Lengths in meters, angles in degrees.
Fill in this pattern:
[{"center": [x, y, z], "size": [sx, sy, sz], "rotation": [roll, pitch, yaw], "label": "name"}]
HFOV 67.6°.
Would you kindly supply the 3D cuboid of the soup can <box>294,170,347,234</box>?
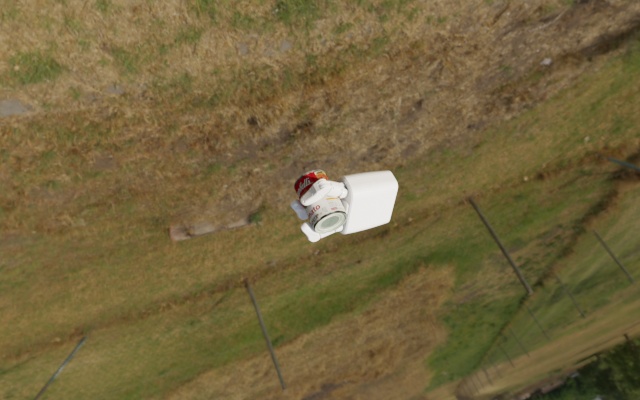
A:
[{"center": [0.000, 0.003, 0.889], "size": [0.068, 0.102, 0.068], "rotation": [-19, -31, -12], "label": "soup can"}]
